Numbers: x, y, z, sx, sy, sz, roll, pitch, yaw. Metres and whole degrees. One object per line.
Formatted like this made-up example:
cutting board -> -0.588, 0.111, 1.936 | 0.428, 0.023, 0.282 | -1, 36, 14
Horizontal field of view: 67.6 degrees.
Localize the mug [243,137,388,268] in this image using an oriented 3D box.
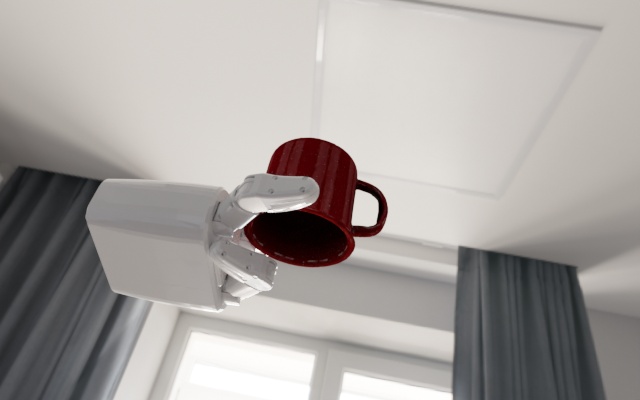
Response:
mug -> 0.002, 0.001, 0.413 | 0.117, 0.081, 0.093 | 6, -36, 7
